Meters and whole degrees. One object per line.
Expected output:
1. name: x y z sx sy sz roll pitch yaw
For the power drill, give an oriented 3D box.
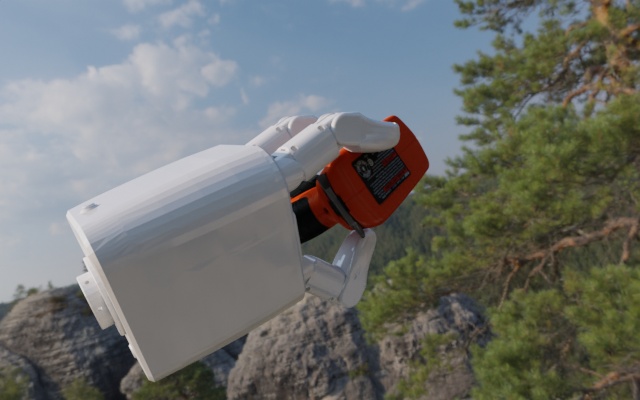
1. power drill: 0.000 0.001 0.413 0.188 0.057 0.184 -33 8 45
